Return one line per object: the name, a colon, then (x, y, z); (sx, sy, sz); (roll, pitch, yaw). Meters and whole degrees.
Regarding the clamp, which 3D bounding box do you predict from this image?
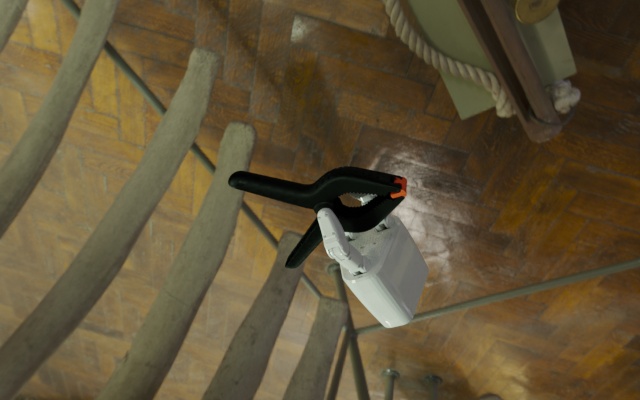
clamp: (0.001, 0.002, 0.584); (0.210, 0.165, 0.036); (-21, 33, 26)
